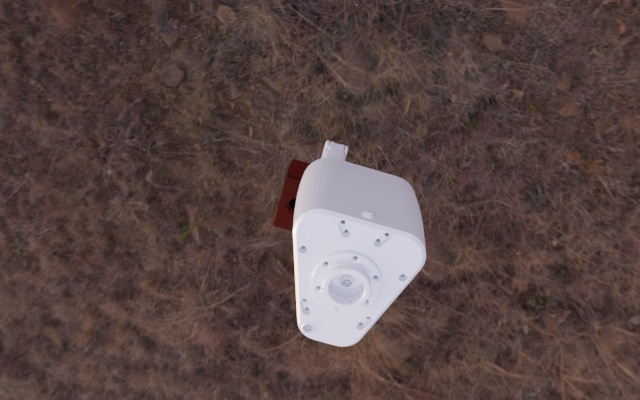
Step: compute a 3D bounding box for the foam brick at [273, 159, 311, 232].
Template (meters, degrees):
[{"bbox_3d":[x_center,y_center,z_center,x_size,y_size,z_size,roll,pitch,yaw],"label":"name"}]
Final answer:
[{"bbox_3d":[0.000,0.001,0.451,0.078,0.053,0.051,16,23,-2],"label":"foam brick"}]
